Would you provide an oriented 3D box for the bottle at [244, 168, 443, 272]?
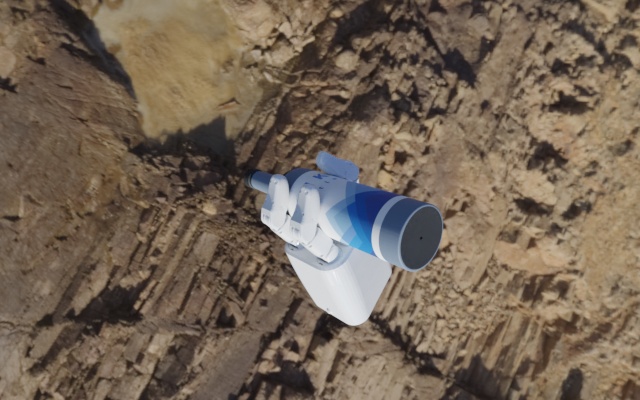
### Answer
[{"bbox_3d":[0.000,0.002,0.553,0.069,0.069,0.295,0,13,-42],"label":"bottle"}]
